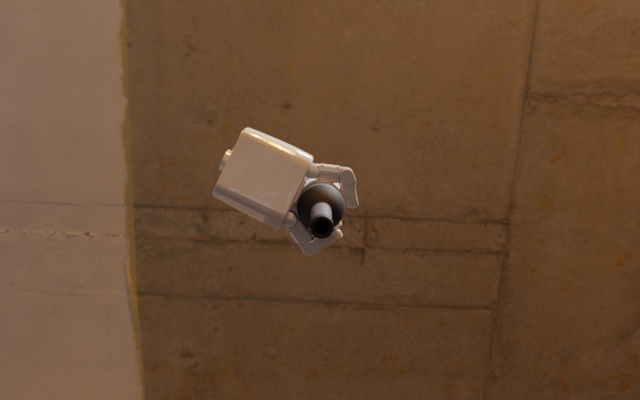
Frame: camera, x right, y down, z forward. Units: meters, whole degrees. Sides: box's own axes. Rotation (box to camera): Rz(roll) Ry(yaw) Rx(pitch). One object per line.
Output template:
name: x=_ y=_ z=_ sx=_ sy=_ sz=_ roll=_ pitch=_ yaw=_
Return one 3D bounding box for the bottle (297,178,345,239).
bottle: x=0.000 y=0.002 z=0.694 sx=0.069 sy=0.069 sz=0.295 roll=0 pitch=11 yaw=-1
